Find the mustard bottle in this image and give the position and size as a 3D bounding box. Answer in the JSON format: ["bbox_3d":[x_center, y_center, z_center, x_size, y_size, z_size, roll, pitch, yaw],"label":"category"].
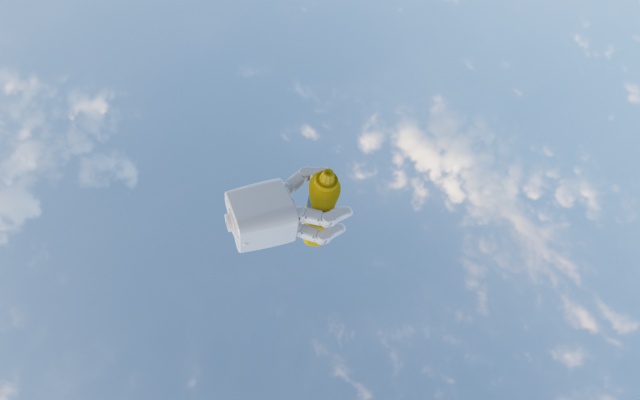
[{"bbox_3d":[0.000,0.003,0.888,0.058,0.096,0.192,8,-33,-4],"label":"mustard bottle"}]
